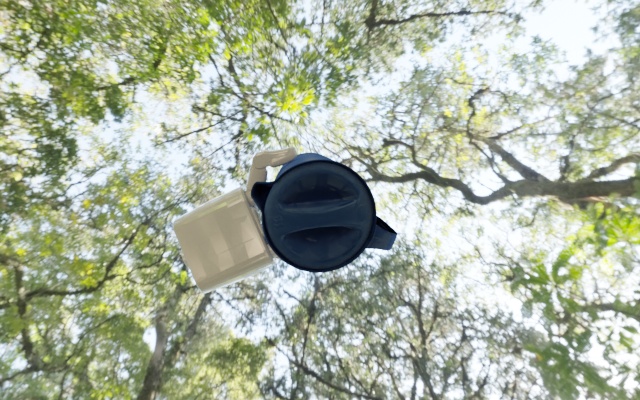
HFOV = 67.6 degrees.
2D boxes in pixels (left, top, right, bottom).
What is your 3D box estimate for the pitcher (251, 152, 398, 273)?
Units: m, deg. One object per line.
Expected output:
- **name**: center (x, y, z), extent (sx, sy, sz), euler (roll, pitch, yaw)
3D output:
- **pitcher**: center (0.000, 0.002, 0.658), extent (0.145, 0.149, 0.242), euler (-24, 12, 1)
